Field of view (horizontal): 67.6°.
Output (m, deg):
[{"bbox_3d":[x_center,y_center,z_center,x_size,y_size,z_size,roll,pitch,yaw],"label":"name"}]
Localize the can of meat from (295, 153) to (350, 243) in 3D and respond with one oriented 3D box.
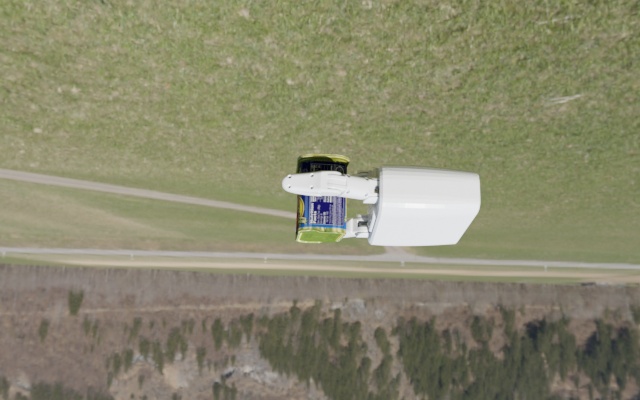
[{"bbox_3d":[0.000,0.002,0.543,0.057,0.084,0.102,2,-12,-5],"label":"can of meat"}]
